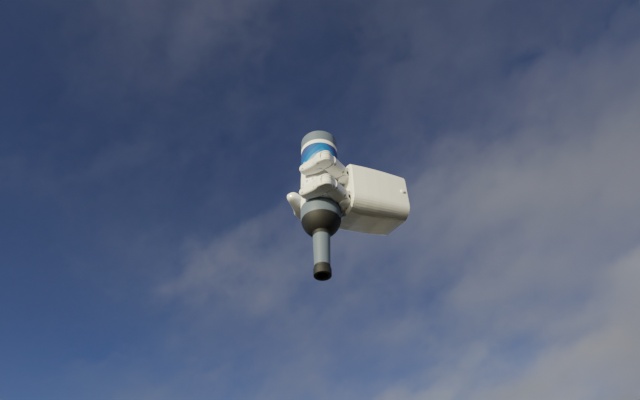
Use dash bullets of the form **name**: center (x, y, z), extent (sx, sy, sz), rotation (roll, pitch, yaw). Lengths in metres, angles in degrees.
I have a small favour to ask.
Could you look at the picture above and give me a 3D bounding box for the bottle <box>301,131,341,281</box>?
- **bottle**: center (0.000, 0.002, 0.803), extent (0.069, 0.295, 0.069), rotation (-1, -42, -1)
